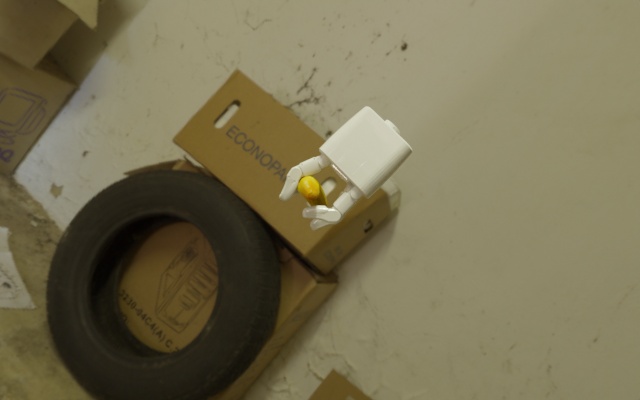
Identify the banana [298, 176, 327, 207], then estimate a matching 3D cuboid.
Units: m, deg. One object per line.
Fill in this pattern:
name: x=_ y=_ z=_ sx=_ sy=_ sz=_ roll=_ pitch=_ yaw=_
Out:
banana: x=-0.010 y=-0.011 z=0.822 sx=0.037 sy=0.069 sz=0.198 roll=-37 pitch=-17 yaw=-1
